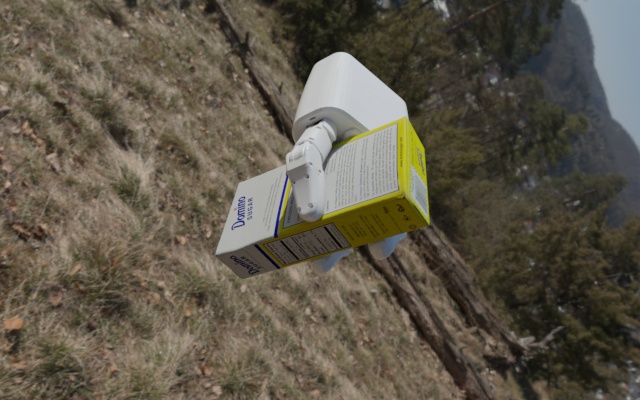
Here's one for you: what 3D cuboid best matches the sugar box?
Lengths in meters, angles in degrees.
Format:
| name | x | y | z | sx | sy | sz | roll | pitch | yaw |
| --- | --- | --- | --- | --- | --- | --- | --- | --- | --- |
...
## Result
| name | x | y | z | sx | sy | sz | roll | pitch | yaw |
| --- | --- | --- | --- | --- | --- | --- | --- | --- | --- |
| sugar box | 0.000 | 0.002 | 0.405 | 0.176 | 0.093 | 0.048 | -21 | -51 | 28 |
